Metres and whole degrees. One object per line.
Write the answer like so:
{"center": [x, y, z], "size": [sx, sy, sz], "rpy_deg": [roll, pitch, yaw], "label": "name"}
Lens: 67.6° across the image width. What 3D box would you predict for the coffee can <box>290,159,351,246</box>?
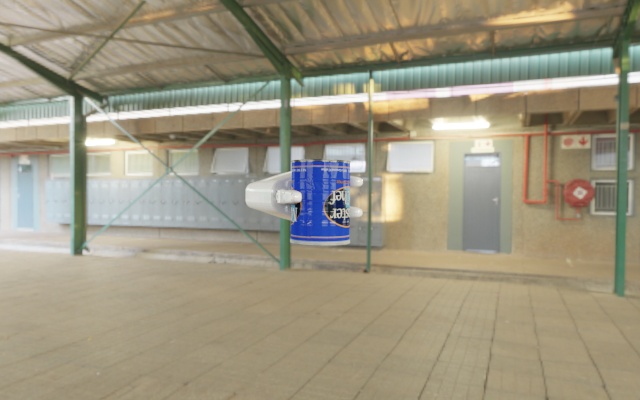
{"center": [0.000, 0.003, 0.817], "size": [0.103, 0.140, 0.103], "rpy_deg": [1, 1, 0], "label": "coffee can"}
